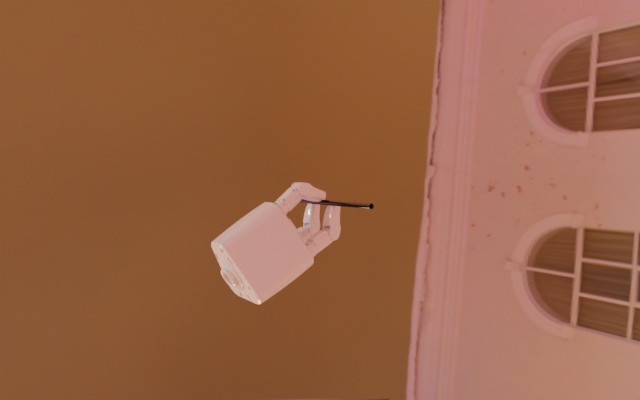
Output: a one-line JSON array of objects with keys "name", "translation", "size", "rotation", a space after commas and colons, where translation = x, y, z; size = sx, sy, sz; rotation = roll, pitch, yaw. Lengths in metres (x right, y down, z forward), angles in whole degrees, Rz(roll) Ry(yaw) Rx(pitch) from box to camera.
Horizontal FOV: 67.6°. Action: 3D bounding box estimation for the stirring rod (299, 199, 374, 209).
[{"name": "stirring rod", "translation": [0.000, 0.002, 0.761], "size": [0.011, 0.011, 0.239], "rotation": [0, 3, -36]}]
